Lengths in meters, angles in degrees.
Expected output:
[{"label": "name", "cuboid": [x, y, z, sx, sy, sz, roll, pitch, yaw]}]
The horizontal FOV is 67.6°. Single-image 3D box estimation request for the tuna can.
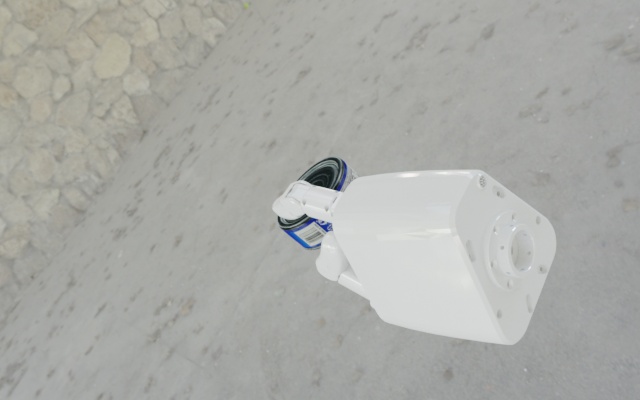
[{"label": "tuna can", "cuboid": [0.000, 0.001, 0.440, 0.034, 0.086, 0.086, 41, -20, -24]}]
